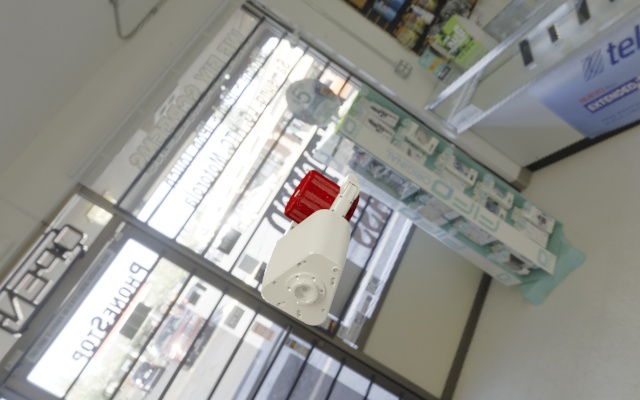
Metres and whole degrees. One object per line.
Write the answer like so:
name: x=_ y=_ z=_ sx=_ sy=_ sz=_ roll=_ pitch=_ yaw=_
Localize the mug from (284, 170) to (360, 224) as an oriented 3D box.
mug: x=0.000 y=0.002 z=0.724 sx=0.081 sy=0.093 sz=0.117 roll=32 pitch=24 yaw=-9
